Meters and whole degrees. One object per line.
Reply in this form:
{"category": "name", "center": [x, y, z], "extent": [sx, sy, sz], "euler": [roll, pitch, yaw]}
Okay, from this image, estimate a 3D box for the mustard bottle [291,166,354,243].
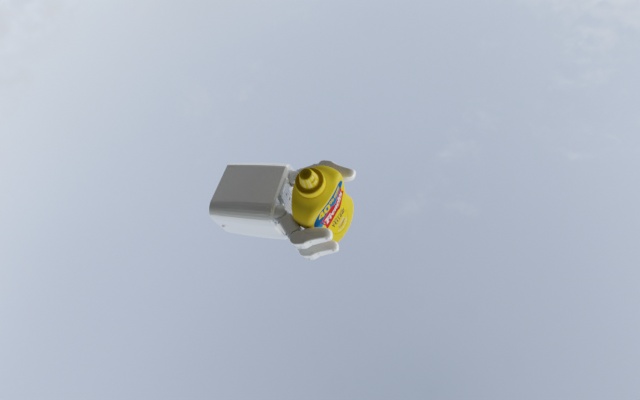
{"category": "mustard bottle", "center": [0.000, 0.003, 0.705], "extent": [0.058, 0.096, 0.192], "euler": [28, -14, 23]}
